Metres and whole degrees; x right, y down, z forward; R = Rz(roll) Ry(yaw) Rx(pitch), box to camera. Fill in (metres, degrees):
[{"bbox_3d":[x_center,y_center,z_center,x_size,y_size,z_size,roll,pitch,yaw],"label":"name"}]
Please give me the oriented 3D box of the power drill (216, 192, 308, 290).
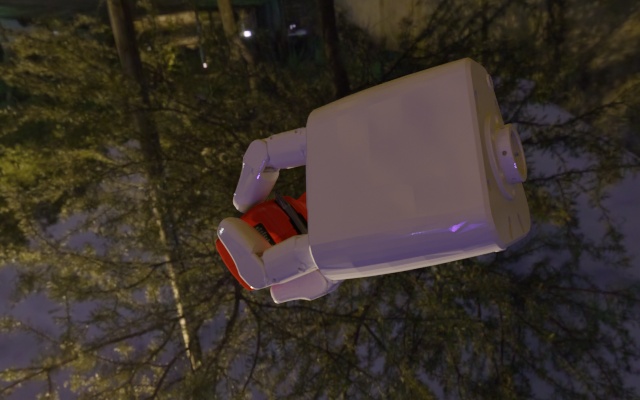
[{"bbox_3d":[0.000,0.002,0.426,0.187,0.057,0.184,-38,2,-38],"label":"power drill"}]
